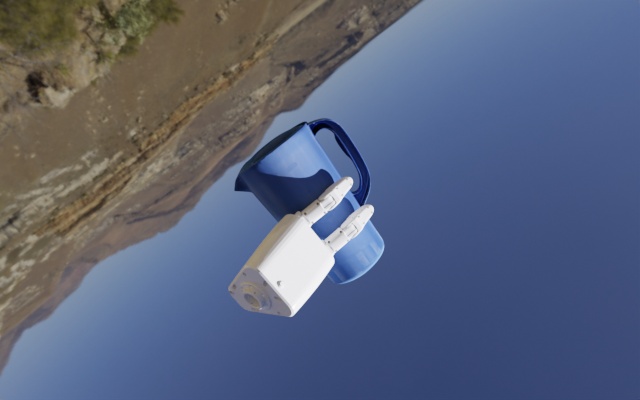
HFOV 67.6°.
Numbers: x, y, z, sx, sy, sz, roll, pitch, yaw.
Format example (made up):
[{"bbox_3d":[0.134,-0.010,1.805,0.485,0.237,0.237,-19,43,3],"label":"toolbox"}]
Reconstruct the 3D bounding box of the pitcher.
[{"bbox_3d":[0.000,0.003,0.742,0.149,0.243,0.145,-22,20,46],"label":"pitcher"}]
